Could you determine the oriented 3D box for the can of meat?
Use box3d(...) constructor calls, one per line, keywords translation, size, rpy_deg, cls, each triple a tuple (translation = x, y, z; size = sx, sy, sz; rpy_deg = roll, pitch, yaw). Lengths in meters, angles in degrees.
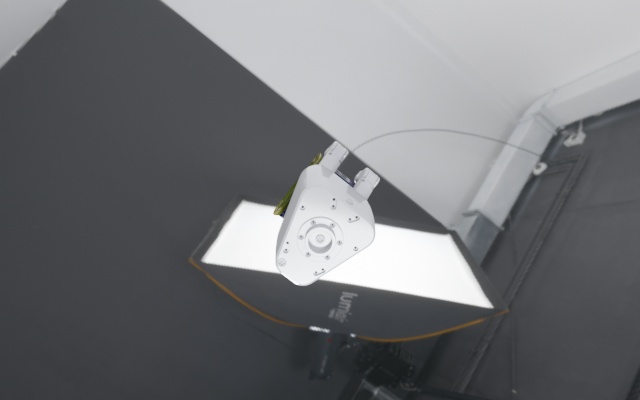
box3d(translation=(0.000, 0.002, 0.646), size=(0.084, 0.102, 0.057), rpy_deg=(38, 7, -8), cls="can of meat")
